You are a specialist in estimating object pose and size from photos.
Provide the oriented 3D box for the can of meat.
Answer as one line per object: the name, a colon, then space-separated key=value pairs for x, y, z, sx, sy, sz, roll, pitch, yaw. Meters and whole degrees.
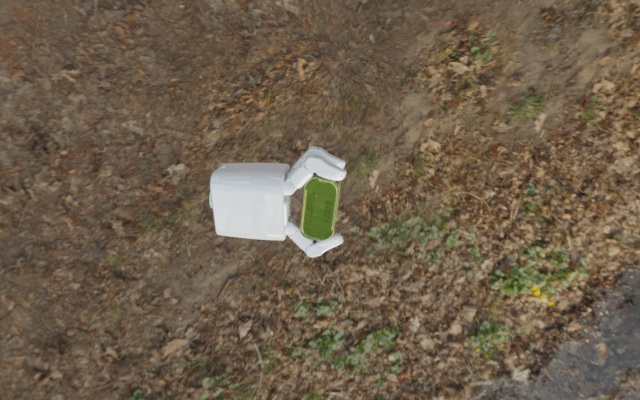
can of meat: x=0.000 y=0.003 z=0.731 sx=0.057 sy=0.102 sz=0.084 roll=7 pitch=17 yaw=1
